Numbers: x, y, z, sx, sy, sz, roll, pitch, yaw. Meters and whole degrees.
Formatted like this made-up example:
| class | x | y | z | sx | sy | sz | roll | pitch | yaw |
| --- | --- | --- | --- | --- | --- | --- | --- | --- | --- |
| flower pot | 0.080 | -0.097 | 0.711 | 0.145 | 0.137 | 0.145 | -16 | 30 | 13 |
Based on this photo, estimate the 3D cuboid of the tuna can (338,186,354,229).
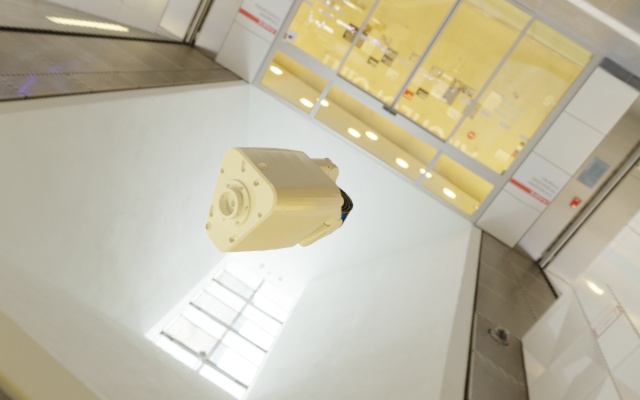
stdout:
| class | x | y | z | sx | sy | sz | roll | pitch | yaw |
| --- | --- | --- | --- | --- | --- | --- | --- | --- | --- |
| tuna can | 0.000 | 0.003 | 0.657 | 0.086 | 0.034 | 0.086 | 23 | 25 | -12 |
